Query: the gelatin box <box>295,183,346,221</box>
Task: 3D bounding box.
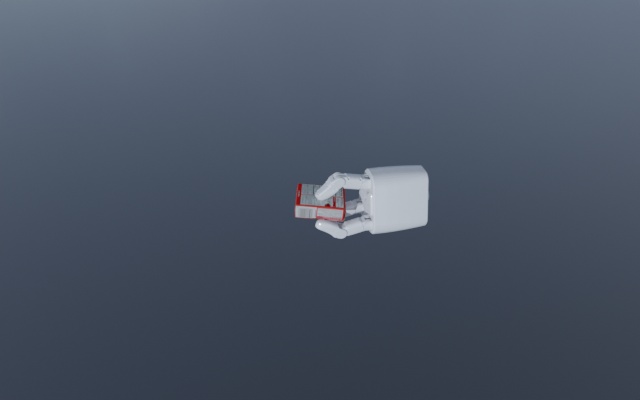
[{"bbox_3d":[0.000,0.002,0.858,0.089,0.030,0.073,5,34,-2],"label":"gelatin box"}]
